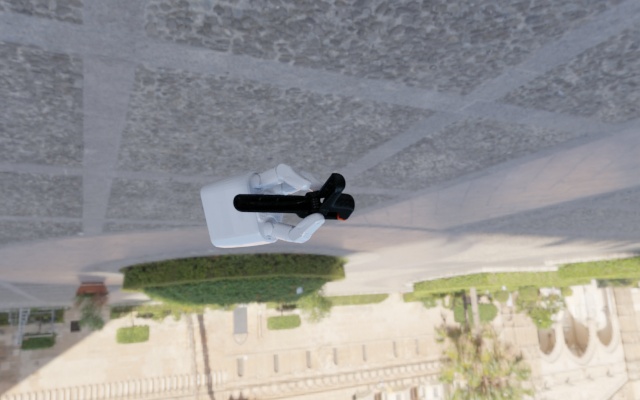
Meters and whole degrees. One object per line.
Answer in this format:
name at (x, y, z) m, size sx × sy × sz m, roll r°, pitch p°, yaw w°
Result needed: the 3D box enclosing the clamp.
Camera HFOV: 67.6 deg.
clamp at (0.000, 0.003, 0.700) m, size 0.164 × 0.036 × 0.210 m, roll -12°, pitch -14°, yaw 31°
